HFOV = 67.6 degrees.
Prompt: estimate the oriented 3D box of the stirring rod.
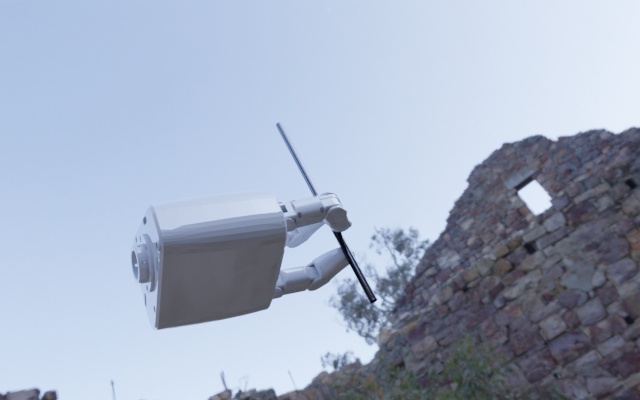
[{"bbox_3d":[0.000,0.002,0.500,0.011,0.239,0.011,-20,-32,-13],"label":"stirring rod"}]
